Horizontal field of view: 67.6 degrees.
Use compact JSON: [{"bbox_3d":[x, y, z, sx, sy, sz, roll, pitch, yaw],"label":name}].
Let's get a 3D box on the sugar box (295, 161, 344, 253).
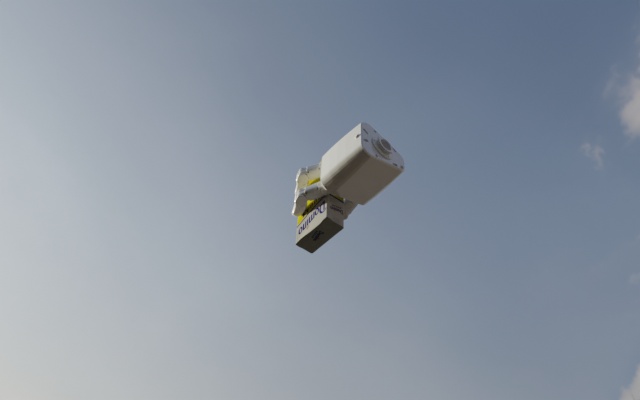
[{"bbox_3d":[0.000,0.002,0.892,0.048,0.176,0.093,32,-53,-22],"label":"sugar box"}]
